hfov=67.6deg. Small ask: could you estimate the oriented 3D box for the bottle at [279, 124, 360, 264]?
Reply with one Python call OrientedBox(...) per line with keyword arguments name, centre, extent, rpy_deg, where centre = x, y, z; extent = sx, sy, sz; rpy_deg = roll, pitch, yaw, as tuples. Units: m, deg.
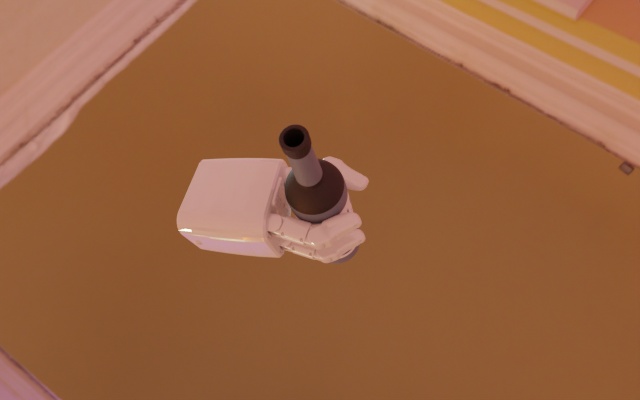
OrientedBox(name="bottle", centre=(0.000, 0.002, 0.548), extent=(0.069, 0.069, 0.296), rpy_deg=(0, -23, 10))
